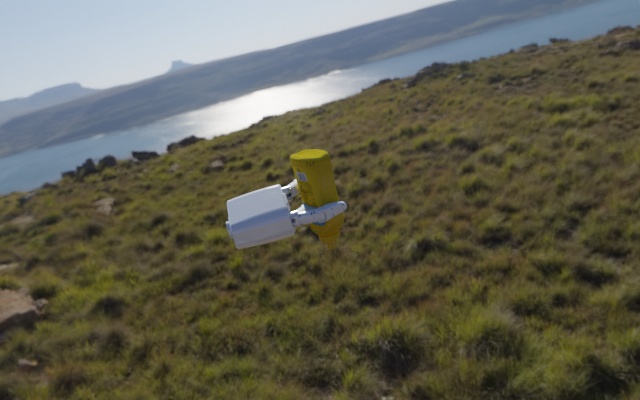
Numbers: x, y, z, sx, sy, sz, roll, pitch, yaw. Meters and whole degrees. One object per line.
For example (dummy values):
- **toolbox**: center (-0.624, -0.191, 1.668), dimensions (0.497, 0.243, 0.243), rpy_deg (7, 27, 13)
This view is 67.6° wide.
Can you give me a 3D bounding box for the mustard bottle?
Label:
- **mustard bottle**: center (0.000, 0.003, 0.894), dimensions (0.058, 0.192, 0.096), rpy_deg (-25, 21, -28)
